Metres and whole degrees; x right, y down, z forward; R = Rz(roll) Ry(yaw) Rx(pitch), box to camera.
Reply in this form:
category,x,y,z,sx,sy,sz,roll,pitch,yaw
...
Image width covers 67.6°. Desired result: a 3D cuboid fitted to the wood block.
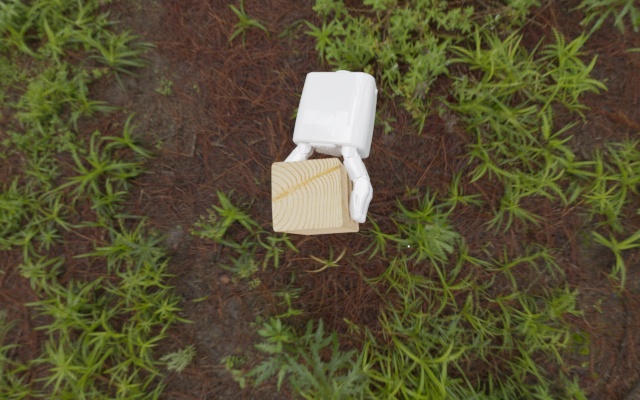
category,x,y,z,sx,sy,sz,roll,pitch,yaw
wood block,0.000,0.002,0.699,0.091,0.090,0.206,-3,-6,10
